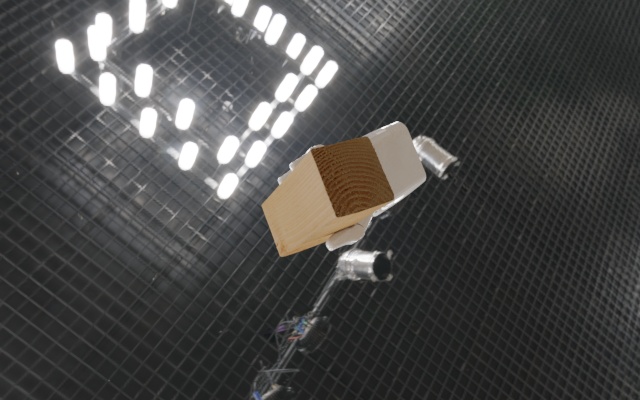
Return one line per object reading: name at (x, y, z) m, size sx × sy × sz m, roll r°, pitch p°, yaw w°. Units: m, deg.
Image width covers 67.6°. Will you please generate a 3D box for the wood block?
wood block at (0.001, 0.002, 0.662) m, size 0.090 × 0.091 × 0.206 m, roll -17°, pitch -12°, yaw -28°
